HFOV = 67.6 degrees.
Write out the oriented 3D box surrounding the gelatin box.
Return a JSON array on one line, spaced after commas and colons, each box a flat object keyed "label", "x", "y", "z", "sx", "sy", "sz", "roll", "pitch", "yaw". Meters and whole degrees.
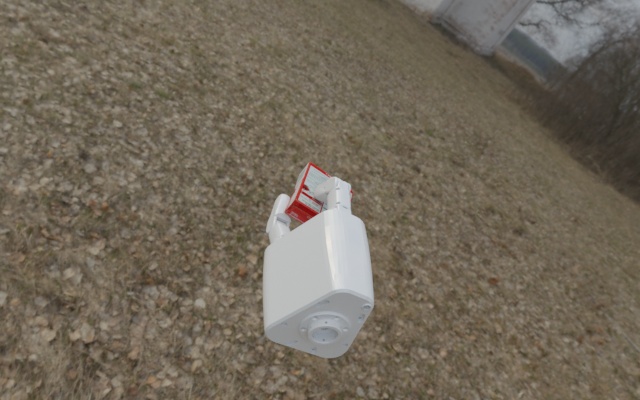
[{"label": "gelatin box", "x": 0.000, "y": 0.002, "z": 0.608, "sx": 0.073, "sy": 0.030, "sz": 0.089, "roll": 33, "pitch": 37, "yaw": -13}]
